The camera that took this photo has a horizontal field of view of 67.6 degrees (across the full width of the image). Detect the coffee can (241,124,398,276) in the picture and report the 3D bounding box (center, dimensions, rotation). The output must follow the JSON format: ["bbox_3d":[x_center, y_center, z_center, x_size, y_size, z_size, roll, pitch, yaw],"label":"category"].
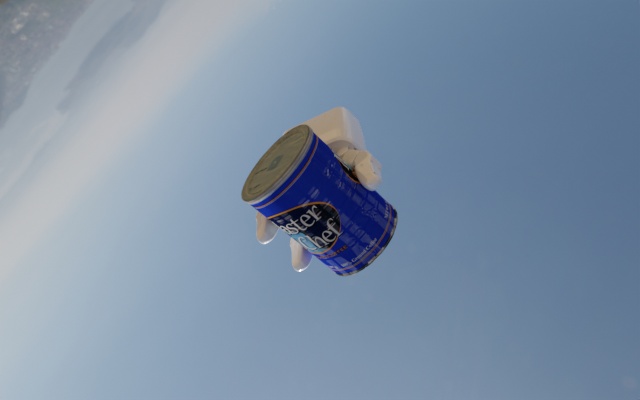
[{"bbox_3d":[0.000,0.002,0.521,0.140,0.102,0.103,41,-19,-23],"label":"coffee can"}]
